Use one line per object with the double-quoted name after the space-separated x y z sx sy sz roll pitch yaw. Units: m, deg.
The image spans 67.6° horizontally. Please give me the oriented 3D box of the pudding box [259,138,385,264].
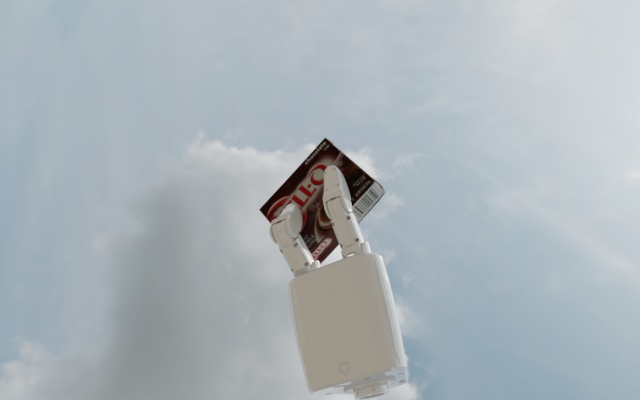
0.000 0.002 0.515 0.090 0.113 0.039 45 2 36 "pudding box"
